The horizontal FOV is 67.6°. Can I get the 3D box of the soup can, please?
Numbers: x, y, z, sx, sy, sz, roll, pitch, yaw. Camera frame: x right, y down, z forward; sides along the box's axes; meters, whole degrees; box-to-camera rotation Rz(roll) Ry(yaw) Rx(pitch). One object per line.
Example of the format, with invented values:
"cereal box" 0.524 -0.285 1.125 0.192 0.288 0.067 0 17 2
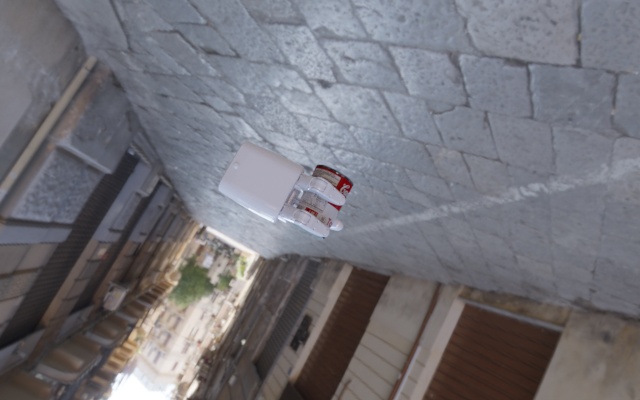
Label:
"soup can" 0.000 0.003 0.764 0.068 0.102 0.068 27 -10 5
